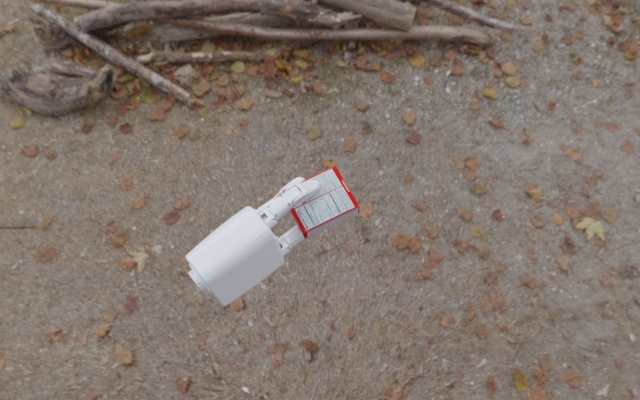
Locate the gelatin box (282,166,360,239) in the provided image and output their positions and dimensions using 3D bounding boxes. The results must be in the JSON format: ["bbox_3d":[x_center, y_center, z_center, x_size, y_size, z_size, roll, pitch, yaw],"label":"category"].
[{"bbox_3d":[0.000,0.002,0.678,0.089,0.073,0.030,-26,-22,-10],"label":"gelatin box"}]
